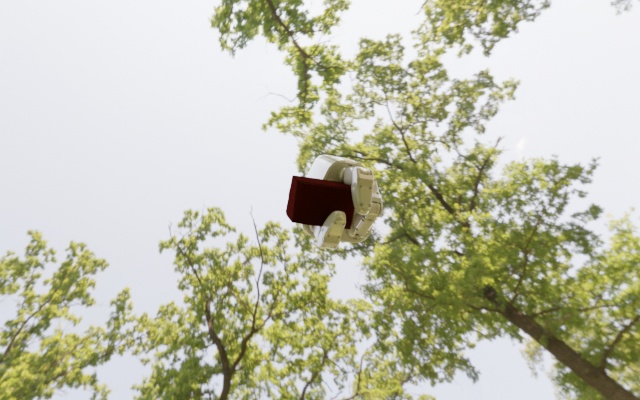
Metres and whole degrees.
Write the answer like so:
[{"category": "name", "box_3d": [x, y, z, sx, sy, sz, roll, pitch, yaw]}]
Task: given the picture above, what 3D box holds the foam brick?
[{"category": "foam brick", "box_3d": [0.000, 0.002, 0.599, 0.078, 0.053, 0.051, 8, 10, -15]}]
